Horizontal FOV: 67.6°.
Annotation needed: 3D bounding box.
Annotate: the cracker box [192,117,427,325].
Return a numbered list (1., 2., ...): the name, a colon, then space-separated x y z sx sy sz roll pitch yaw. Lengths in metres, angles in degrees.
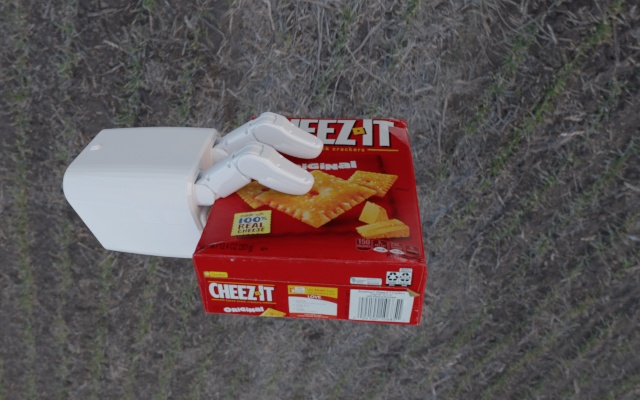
1. cracker box: 0.000 0.002 0.421 0.164 0.072 0.213 2 37 4
